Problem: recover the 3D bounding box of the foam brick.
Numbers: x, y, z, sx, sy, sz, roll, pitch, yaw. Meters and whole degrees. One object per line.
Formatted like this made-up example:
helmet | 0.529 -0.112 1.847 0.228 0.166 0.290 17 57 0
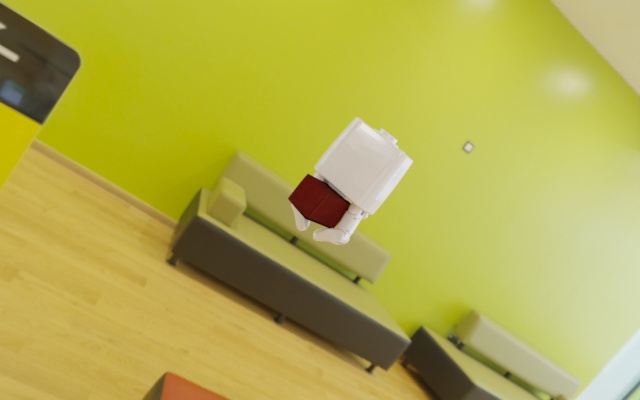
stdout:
foam brick | 0.000 0.002 0.726 0.053 0.051 0.078 46 12 34
